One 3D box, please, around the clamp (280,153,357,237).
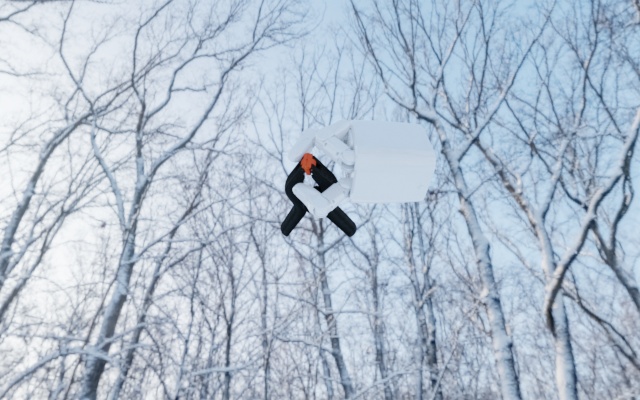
[{"bbox_3d":[0.000,0.002,0.709,0.120,0.039,0.172,1,-38,-3],"label":"clamp"}]
